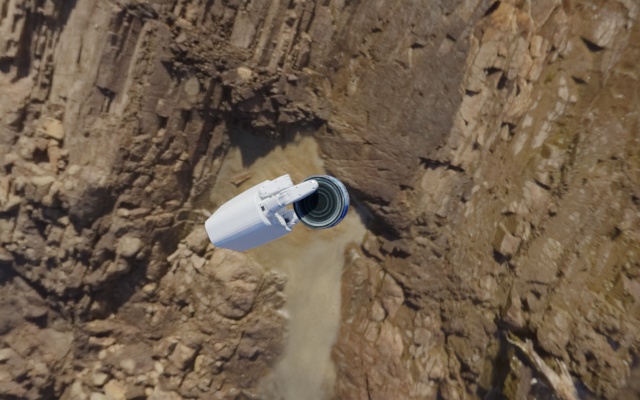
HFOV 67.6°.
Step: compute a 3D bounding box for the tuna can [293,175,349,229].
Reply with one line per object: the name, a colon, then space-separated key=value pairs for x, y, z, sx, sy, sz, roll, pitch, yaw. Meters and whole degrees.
tuna can: x=0.000 y=0.002 z=0.750 sx=0.086 sy=0.086 sz=0.034 roll=0 pitch=1 yaw=16
